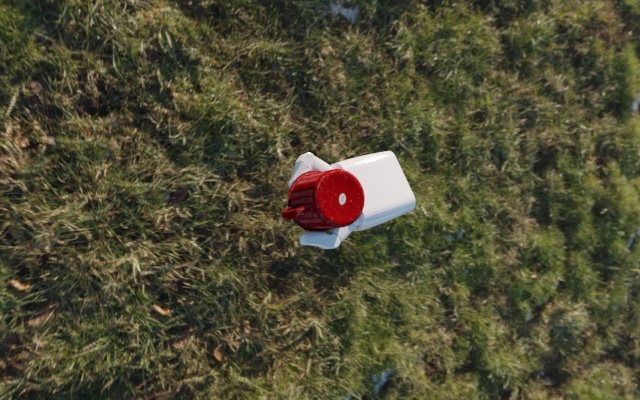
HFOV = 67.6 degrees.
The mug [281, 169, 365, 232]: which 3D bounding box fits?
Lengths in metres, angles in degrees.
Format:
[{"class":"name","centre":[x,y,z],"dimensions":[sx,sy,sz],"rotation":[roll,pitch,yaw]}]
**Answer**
[{"class":"mug","centre":[-0.001,0.003,0.677],"dimensions":[0.117,0.093,0.081],"rotation":[-18,5,-26]}]
